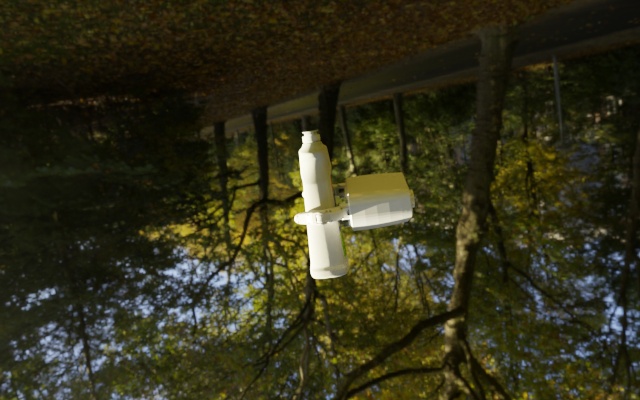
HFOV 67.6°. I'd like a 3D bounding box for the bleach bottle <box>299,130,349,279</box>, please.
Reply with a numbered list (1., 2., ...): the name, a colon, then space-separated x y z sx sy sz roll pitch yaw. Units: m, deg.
1. bleach bottle: 0.000 0.003 0.844 0.068 0.251 0.102 -8 8 4
